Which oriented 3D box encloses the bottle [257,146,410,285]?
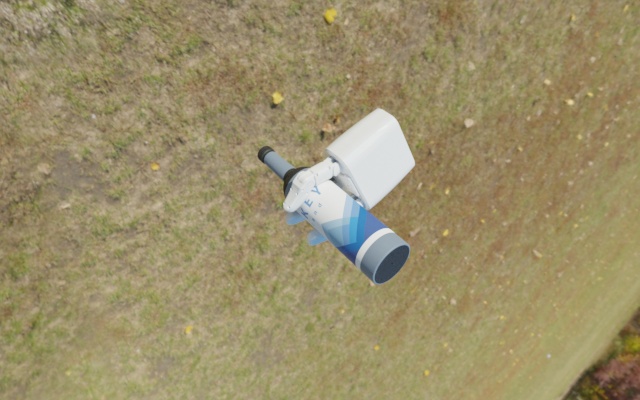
[{"bbox_3d":[0.000,0.002,0.692,0.069,0.069,0.295,0,33,-48],"label":"bottle"}]
